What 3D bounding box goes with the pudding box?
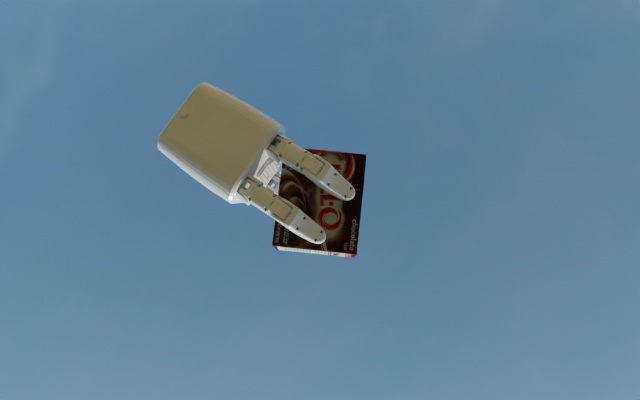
[{"bbox_3d":[0.000,0.002,0.519,0.090,0.113,0.039,5,-11,3],"label":"pudding box"}]
